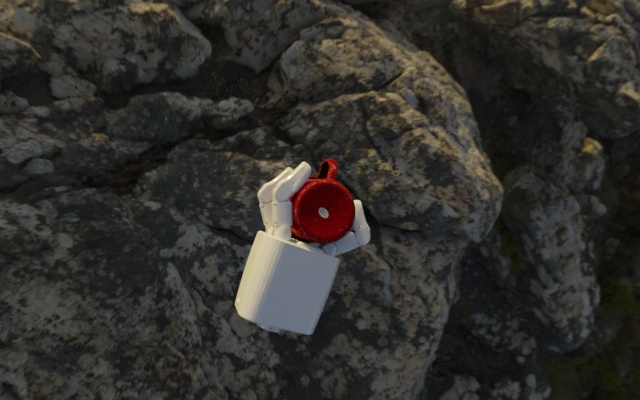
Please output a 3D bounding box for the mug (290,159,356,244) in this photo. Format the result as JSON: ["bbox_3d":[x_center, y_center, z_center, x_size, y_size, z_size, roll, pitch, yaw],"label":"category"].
[{"bbox_3d":[0.001,0.001,0.629,0.093,0.117,0.081,19,-4,-15],"label":"mug"}]
